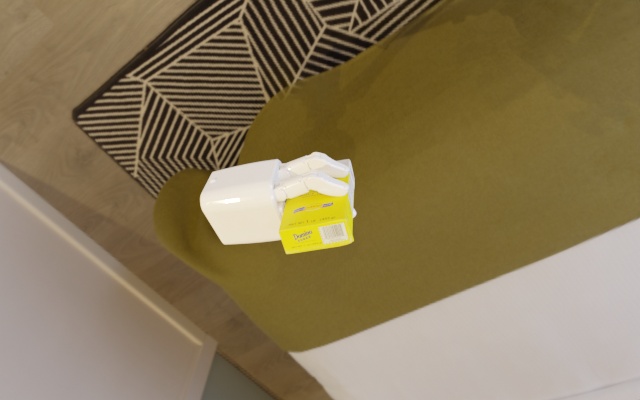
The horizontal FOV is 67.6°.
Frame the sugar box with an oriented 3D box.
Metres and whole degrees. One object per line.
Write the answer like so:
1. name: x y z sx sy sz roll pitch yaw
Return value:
1. sugar box: 0.000 0.002 0.686 0.093 0.048 0.176 -10 32 10
